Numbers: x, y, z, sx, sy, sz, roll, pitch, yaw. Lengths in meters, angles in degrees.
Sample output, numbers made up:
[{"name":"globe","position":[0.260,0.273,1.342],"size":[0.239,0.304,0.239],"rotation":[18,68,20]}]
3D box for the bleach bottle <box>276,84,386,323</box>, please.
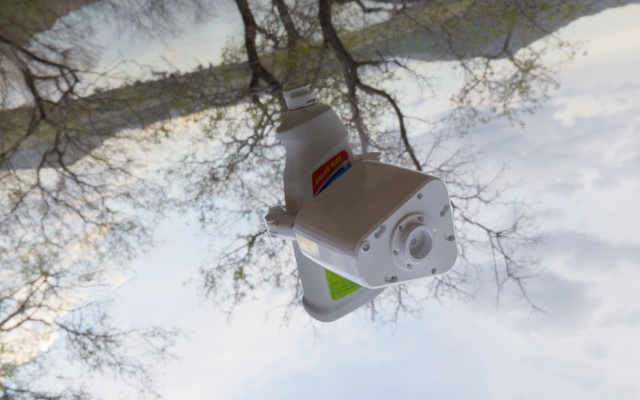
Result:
[{"name":"bleach bottle","position":[0.000,0.002,0.525],"size":[0.102,0.251,0.068],"rotation":[-24,21,-24]}]
